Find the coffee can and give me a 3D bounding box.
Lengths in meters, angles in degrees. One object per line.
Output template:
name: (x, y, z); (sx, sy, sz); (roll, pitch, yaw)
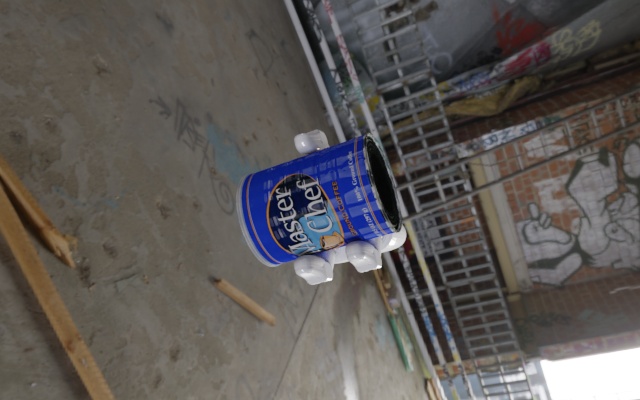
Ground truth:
coffee can: (0.000, 0.002, 0.489); (0.140, 0.103, 0.103); (-17, -6, 19)
